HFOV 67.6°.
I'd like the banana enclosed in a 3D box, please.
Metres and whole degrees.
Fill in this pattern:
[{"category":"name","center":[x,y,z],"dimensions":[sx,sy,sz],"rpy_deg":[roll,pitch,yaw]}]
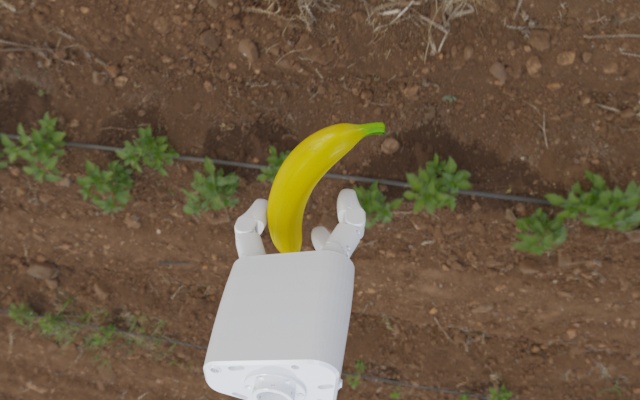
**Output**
[{"category":"banana","center":[-0.015,-0.008,0.473],"dimensions":[0.069,0.037,0.198],"rpy_deg":[23,-51,-16]}]
